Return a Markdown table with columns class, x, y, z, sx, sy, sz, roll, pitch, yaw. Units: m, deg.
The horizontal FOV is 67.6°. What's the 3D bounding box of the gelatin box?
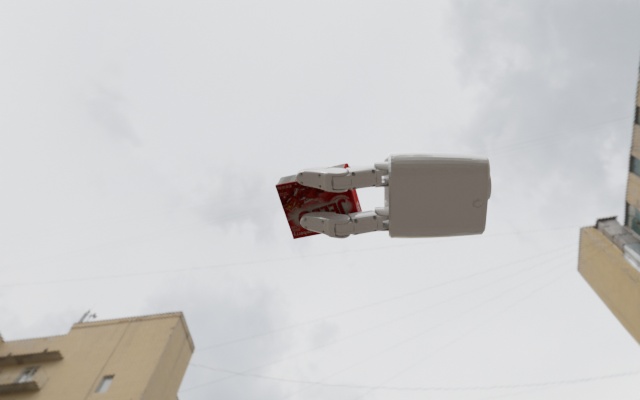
| class | x | y | z | sx | sy | sz | roll | pitch | yaw |
| --- | --- | --- | --- | --- | --- | --- | --- | --- | --- |
| gelatin box | 0.000 | 0.002 | 0.565 | 0.089 | 0.073 | 0.030 | -11 | 22 | 16 |
